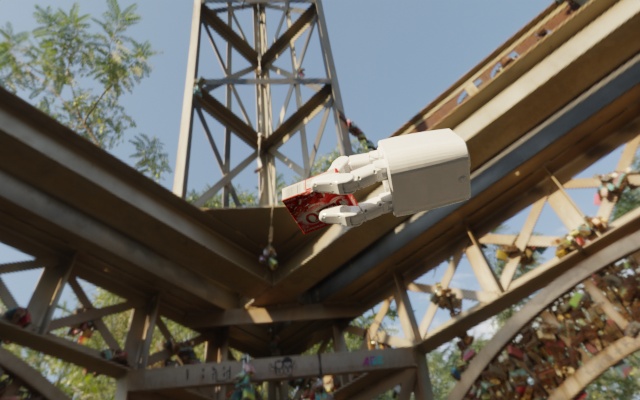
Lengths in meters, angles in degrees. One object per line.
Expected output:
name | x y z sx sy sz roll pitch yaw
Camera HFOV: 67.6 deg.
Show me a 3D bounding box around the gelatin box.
gelatin box | 0.000 0.002 0.678 0.089 0.073 0.030 -20 38 15
